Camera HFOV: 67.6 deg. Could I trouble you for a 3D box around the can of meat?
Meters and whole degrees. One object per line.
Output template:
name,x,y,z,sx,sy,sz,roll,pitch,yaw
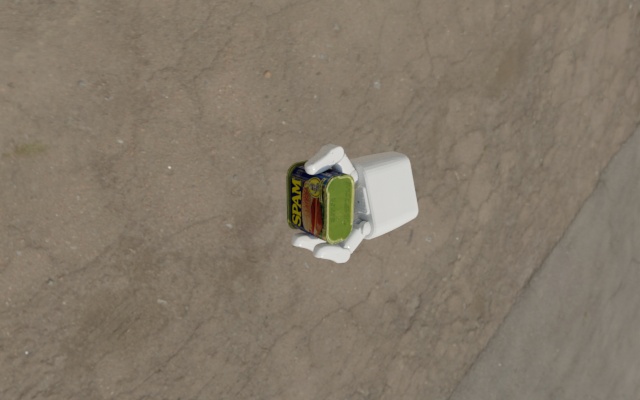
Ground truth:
can of meat,0.000,0.002,0.668,0.057,0.102,0.084,-16,25,-39
